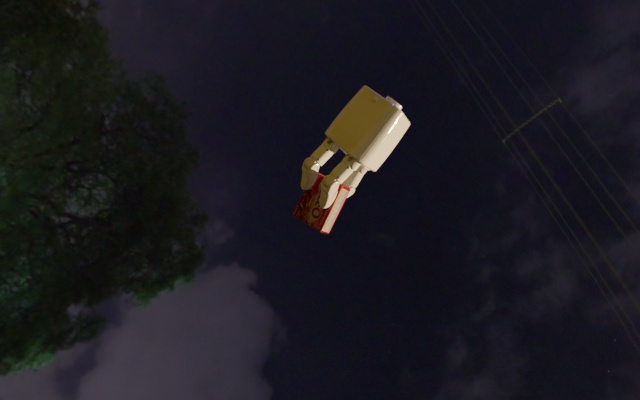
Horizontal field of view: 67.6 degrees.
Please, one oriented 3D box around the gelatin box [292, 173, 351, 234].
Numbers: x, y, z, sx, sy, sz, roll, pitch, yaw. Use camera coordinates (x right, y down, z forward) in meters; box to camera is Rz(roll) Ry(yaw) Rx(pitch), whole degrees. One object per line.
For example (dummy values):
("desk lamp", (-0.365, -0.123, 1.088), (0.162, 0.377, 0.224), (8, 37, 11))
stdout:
("gelatin box", (0.000, 0.003, 0.832), (0.073, 0.089, 0.030), (29, 5, 36))
